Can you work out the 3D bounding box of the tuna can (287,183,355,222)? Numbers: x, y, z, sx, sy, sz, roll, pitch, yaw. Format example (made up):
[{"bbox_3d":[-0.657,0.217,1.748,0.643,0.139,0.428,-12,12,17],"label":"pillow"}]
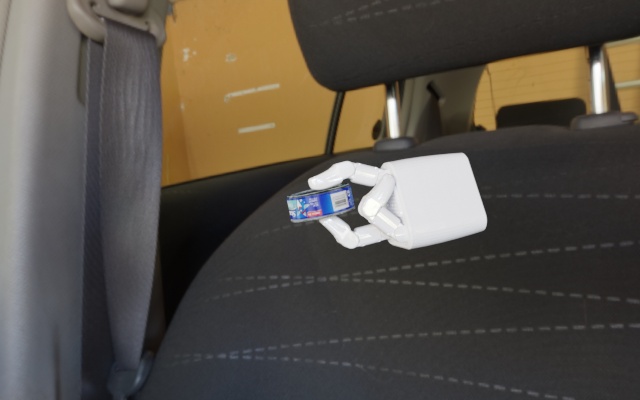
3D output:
[{"bbox_3d":[0.000,0.001,0.621,0.086,0.034,0.086,-12,5,1],"label":"tuna can"}]
